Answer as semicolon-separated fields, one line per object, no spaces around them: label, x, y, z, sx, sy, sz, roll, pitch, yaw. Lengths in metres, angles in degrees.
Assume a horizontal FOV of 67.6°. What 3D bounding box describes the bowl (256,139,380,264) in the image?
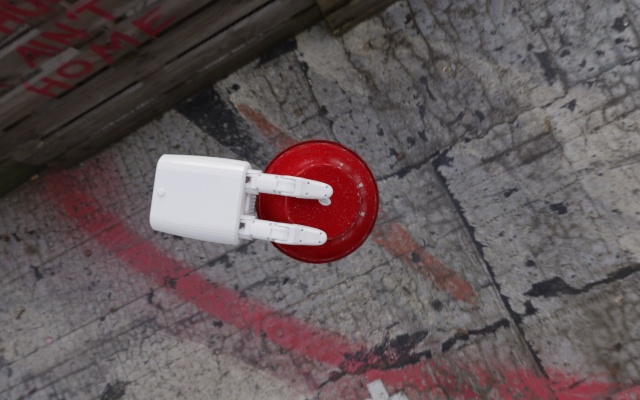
bowl;0.001;0.002;0.594;0.162;0.162;0.055;0;1;-7
